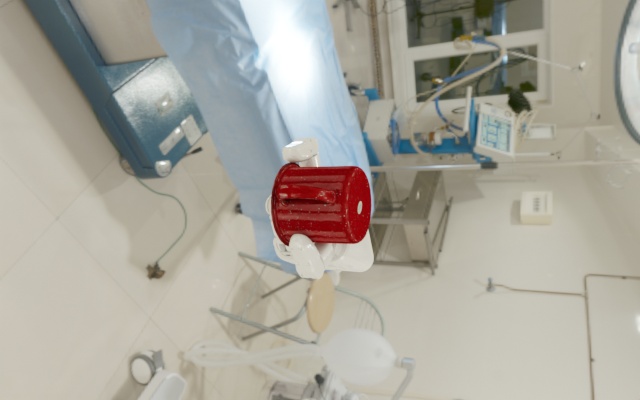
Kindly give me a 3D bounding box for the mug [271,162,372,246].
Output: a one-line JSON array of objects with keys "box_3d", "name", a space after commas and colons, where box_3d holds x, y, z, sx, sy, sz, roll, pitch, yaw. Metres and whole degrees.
[{"box_3d": [0.000, 0.001, 0.498, 0.081, 0.093, 0.117, 0, -14, 24], "name": "mug"}]
